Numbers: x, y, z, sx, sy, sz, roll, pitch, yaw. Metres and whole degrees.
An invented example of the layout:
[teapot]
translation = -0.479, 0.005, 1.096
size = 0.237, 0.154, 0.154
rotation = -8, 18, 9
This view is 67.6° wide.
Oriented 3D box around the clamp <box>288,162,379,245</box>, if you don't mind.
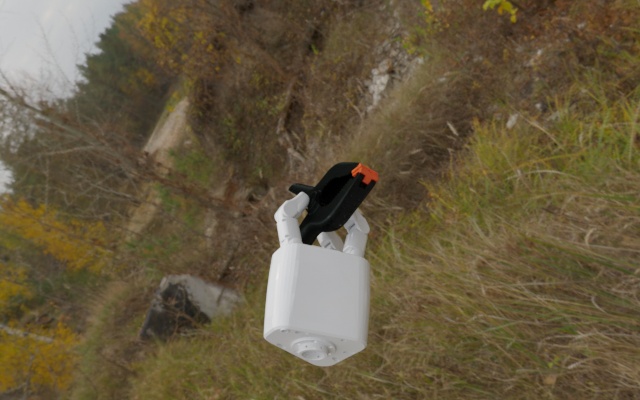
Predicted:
[clamp]
translation = 0.000, 0.002, 0.637
size = 0.036, 0.164, 0.210
rotation = 26, -44, -24
